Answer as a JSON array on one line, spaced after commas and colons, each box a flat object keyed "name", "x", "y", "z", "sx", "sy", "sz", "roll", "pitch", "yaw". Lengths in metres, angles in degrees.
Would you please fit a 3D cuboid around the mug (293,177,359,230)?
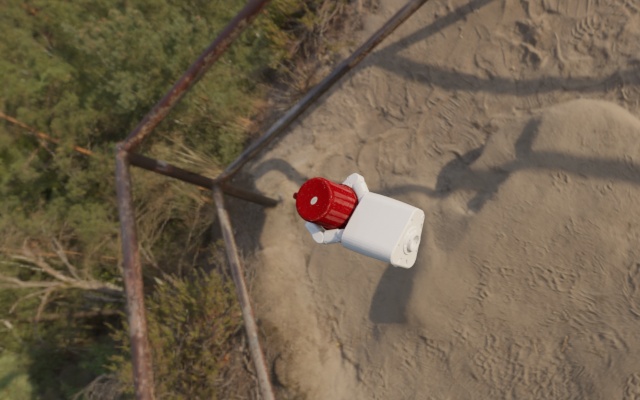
[{"name": "mug", "x": -0.001, "y": 0.002, "z": 0.869, "sx": 0.117, "sy": 0.093, "sz": 0.081, "roll": 17, "pitch": -2, "yaw": 37}]
